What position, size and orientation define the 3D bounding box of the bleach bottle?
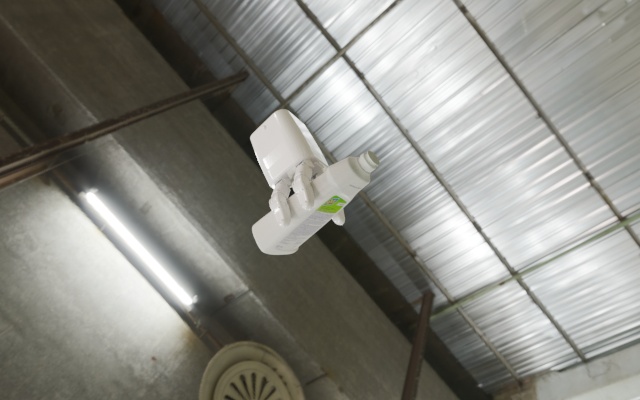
[{"bbox_3d":[0.000,0.003,0.802,0.251,0.068,0.102,-38,-23,28],"label":"bleach bottle"}]
